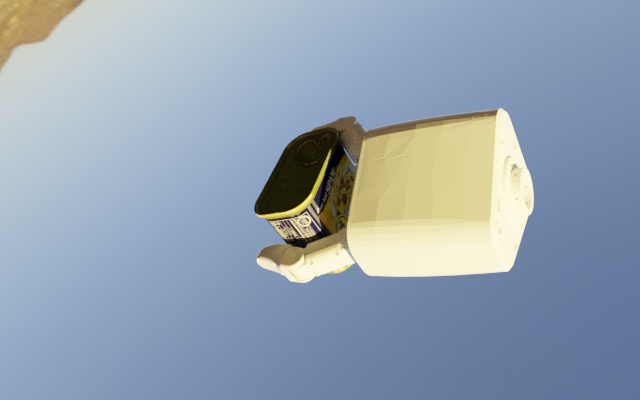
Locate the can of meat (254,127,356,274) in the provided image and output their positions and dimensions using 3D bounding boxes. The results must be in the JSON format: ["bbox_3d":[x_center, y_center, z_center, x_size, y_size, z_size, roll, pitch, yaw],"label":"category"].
[{"bbox_3d":[0.000,0.002,0.420,0.057,0.102,0.084,-9,-48,34],"label":"can of meat"}]
